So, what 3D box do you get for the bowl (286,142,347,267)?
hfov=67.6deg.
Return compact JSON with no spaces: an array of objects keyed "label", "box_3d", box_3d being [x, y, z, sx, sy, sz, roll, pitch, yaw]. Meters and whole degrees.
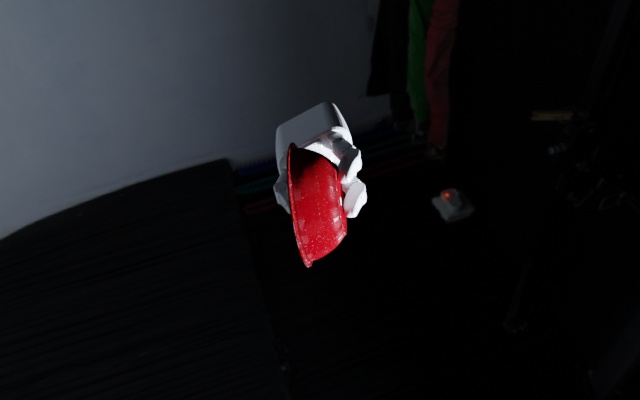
[{"label":"bowl","box_3d":[0.001,0.003,0.613,0.055,0.162,0.162,-7,-1,7]}]
